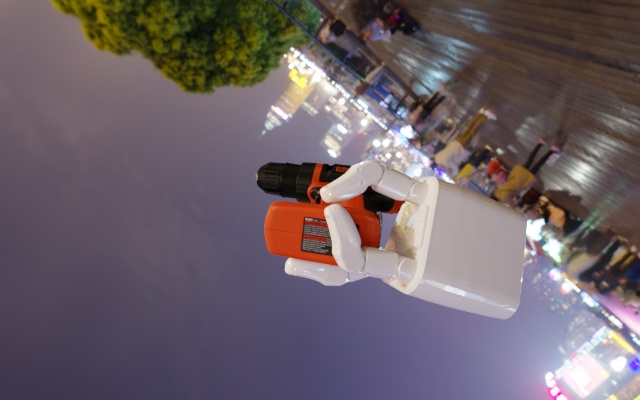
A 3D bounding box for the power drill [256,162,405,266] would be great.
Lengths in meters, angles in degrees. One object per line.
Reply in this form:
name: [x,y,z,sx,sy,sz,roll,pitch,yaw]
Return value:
power drill: [0.000,0.002,0.516,0.184,0.057,0.187,6,20,8]
